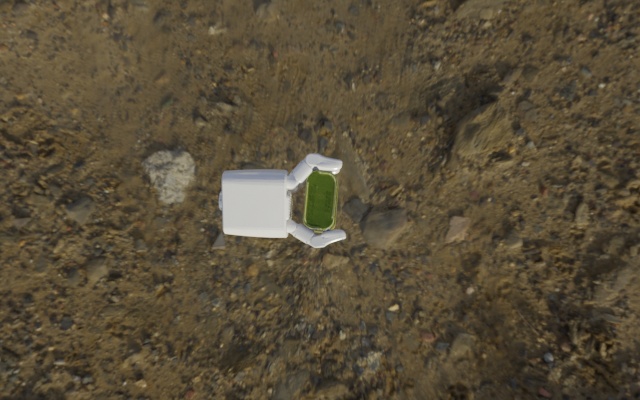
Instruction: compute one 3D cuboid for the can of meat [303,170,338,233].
[{"bbox_3d":[0.000,0.003,0.811,0.057,0.102,0.084,5,-5,2],"label":"can of meat"}]
